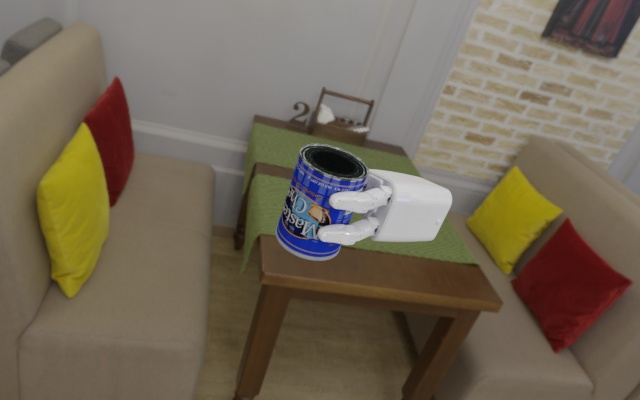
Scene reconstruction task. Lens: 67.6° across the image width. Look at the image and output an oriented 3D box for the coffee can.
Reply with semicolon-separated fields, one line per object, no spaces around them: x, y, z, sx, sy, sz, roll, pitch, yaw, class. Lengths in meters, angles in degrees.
0.000;0.002;0.700;0.103;0.140;0.102;14;29;-8;coffee can
